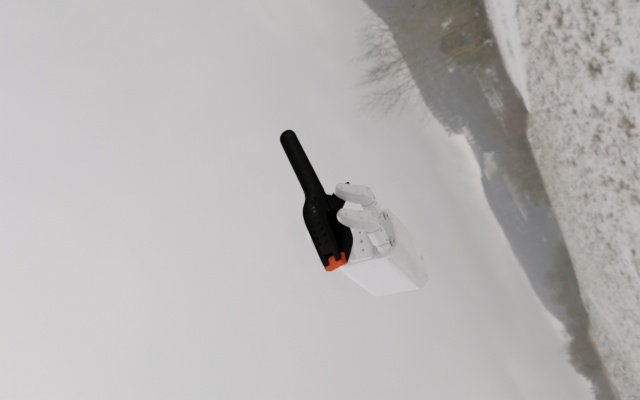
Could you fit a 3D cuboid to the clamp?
[{"bbox_3d":[0.000,0.003,0.671,0.036,0.209,0.165,-31,-52,23],"label":"clamp"}]
